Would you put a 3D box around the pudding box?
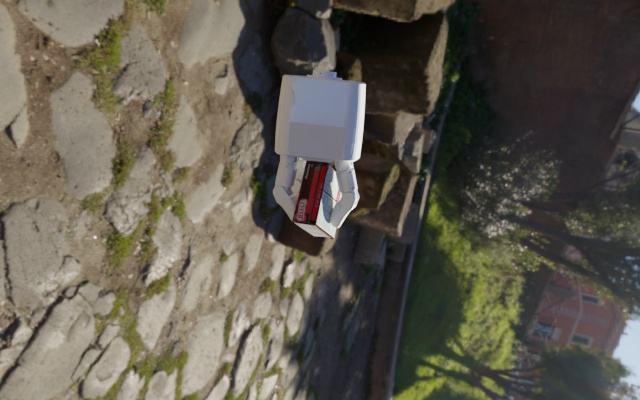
[{"bbox_3d":[0.000,0.002,0.688,0.039,0.090,0.113,10,-12,19],"label":"pudding box"}]
